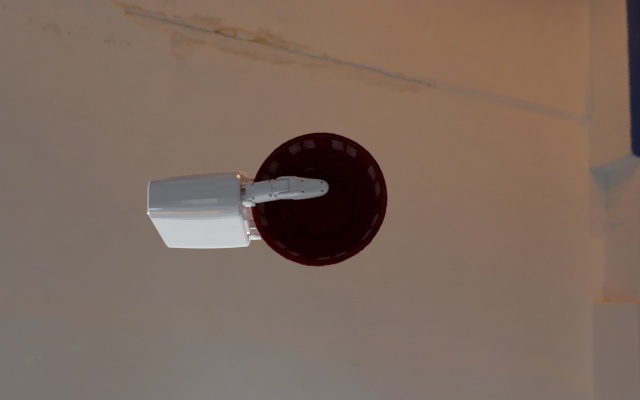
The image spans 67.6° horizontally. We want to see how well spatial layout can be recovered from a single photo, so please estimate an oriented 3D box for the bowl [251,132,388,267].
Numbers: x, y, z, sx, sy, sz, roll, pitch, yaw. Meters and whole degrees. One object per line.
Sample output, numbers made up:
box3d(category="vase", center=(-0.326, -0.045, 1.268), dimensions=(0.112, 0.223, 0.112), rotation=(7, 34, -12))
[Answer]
box3d(category="bowl", center=(0.001, 0.002, 0.582), dimensions=(0.162, 0.162, 0.055), rotation=(0, -14, 8))
